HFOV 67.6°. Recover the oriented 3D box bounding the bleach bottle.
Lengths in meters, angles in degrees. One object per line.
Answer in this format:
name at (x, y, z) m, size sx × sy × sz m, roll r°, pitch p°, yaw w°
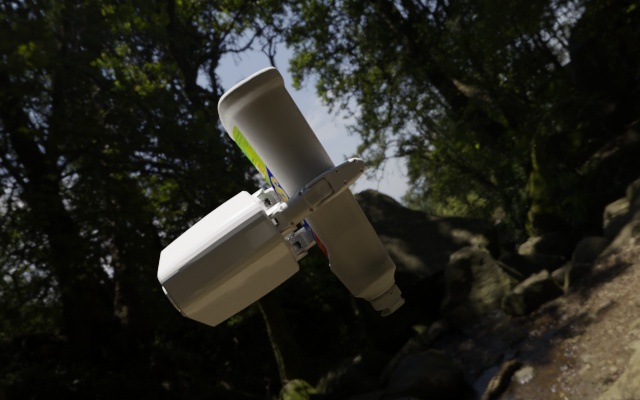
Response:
bleach bottle at (0.000, 0.001, 0.462) m, size 0.068 × 0.251 × 0.102 m, roll -35°, pitch -2°, yaw -11°
